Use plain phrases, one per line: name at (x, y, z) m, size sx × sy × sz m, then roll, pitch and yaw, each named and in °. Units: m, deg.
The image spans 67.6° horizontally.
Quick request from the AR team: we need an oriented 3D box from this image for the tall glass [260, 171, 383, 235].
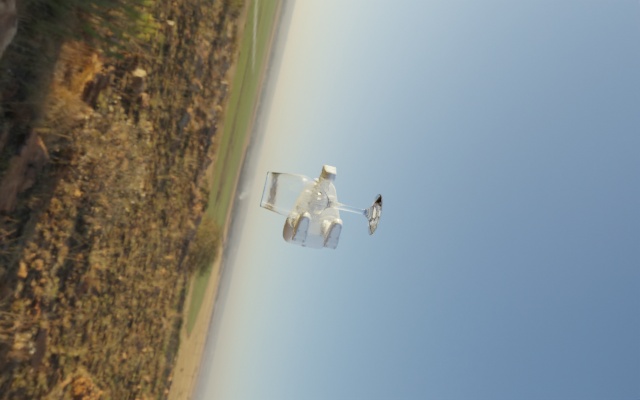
tall glass at (0.001, 0.003, 0.823) m, size 0.201 × 0.079 × 0.079 m, roll 13°, pitch -2°, yaw -8°
